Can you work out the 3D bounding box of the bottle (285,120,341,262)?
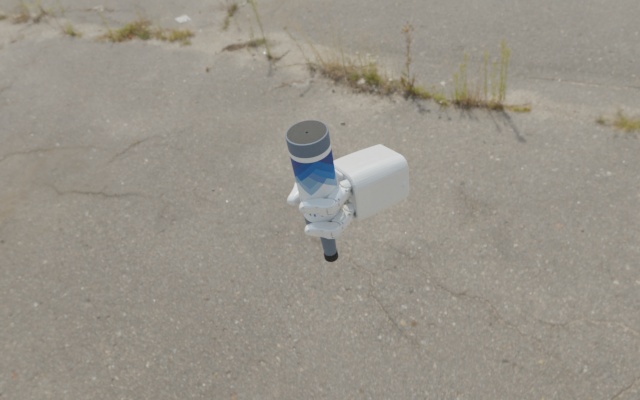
[{"bbox_3d":[0.000,0.003,0.822,0.069,0.296,0.069,-6,43,6],"label":"bottle"}]
